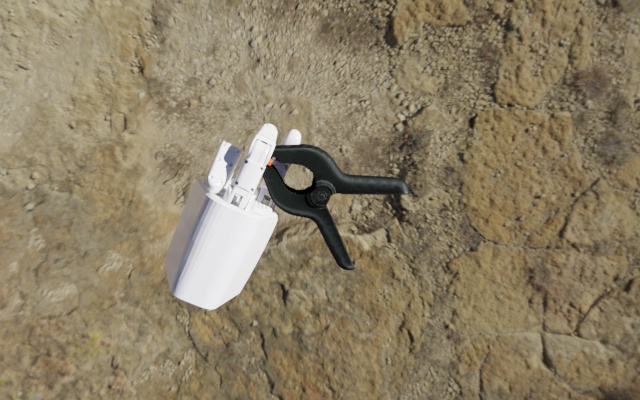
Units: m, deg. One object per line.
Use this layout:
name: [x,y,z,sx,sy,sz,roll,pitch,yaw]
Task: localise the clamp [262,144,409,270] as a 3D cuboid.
clamp: [0.000,0.002,0.524,0.171,0.120,0.039,24,4,-10]
